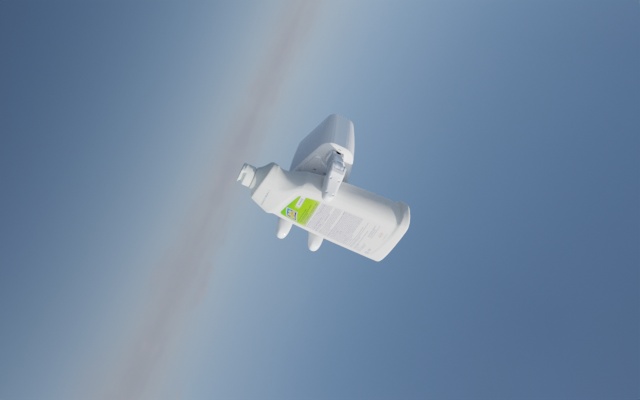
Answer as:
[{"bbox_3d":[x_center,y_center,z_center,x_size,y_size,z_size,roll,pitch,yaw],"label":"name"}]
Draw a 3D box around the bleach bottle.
[{"bbox_3d":[0.000,0.002,0.712,0.251,0.103,0.068,24,36,-12],"label":"bleach bottle"}]
